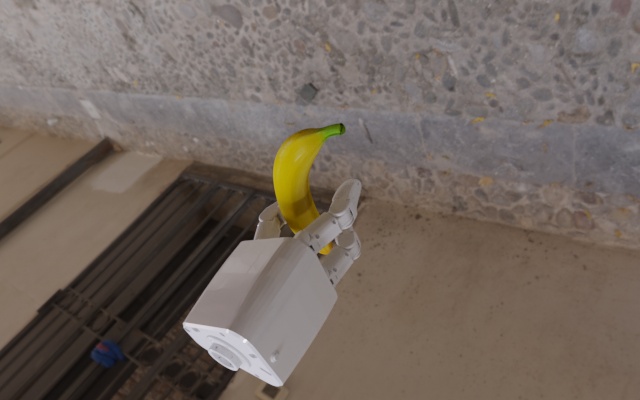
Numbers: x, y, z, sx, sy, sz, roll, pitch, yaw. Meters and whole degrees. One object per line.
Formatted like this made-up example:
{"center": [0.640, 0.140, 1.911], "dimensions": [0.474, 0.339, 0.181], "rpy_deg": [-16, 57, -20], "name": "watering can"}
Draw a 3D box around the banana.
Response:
{"center": [-0.017, -0.007, 0.509], "dimensions": [0.069, 0.037, 0.198], "rpy_deg": [20, -38, 14], "name": "banana"}
